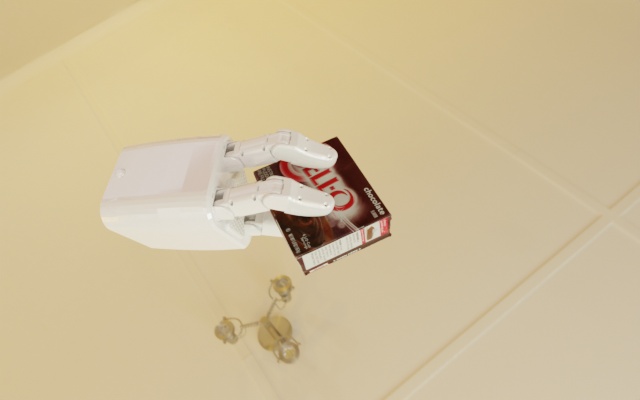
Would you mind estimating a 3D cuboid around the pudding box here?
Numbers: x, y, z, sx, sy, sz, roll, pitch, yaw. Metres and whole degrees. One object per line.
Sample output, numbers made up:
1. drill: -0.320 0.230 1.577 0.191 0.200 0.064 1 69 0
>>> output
1. pudding box: 0.000 0.002 0.438 0.090 0.113 0.039 -25 -35 -8
